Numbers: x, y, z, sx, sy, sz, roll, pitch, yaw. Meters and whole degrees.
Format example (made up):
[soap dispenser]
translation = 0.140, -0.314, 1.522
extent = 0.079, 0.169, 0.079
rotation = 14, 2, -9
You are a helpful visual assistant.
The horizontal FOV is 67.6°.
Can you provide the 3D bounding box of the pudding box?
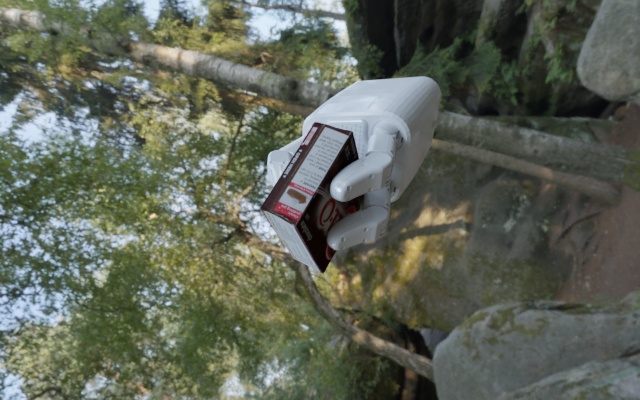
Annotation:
[pudding box]
translation = 0.000, 0.001, 0.408
extent = 0.039, 0.090, 0.113
rotation = 22, -20, 23
